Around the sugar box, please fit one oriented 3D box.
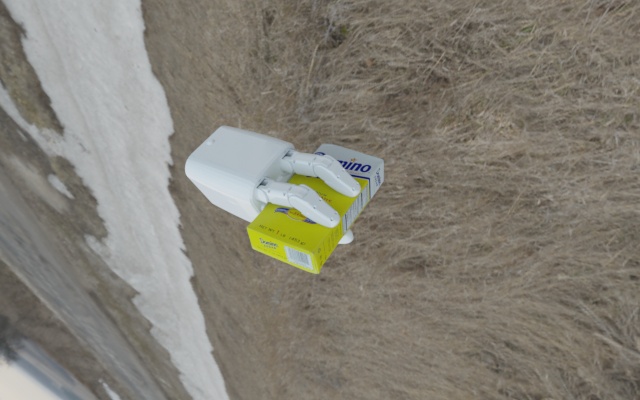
[{"bbox_3d":[0.000,0.002,0.587,0.093,0.048,0.176,19,52,24],"label":"sugar box"}]
